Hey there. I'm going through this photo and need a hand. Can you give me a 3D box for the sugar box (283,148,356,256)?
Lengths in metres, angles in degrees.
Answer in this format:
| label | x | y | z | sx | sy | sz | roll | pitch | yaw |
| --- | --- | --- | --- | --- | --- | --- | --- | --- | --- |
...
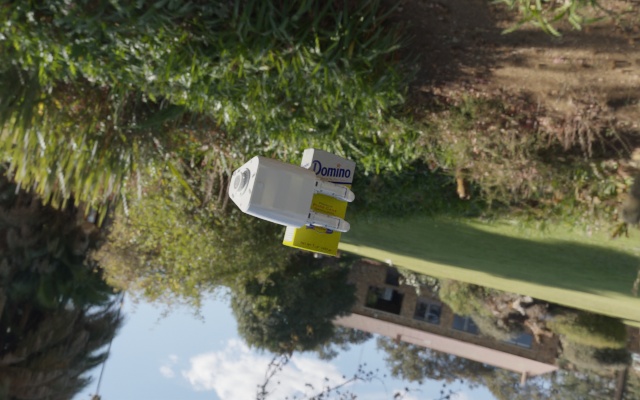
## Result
| label | x | y | z | sx | sy | sz | roll | pitch | yaw |
| --- | --- | --- | --- | --- | --- | --- | --- | --- | --- |
| sugar box | 0.000 | 0.003 | 0.851 | 0.093 | 0.176 | 0.048 | 16 | -6 | -29 |
